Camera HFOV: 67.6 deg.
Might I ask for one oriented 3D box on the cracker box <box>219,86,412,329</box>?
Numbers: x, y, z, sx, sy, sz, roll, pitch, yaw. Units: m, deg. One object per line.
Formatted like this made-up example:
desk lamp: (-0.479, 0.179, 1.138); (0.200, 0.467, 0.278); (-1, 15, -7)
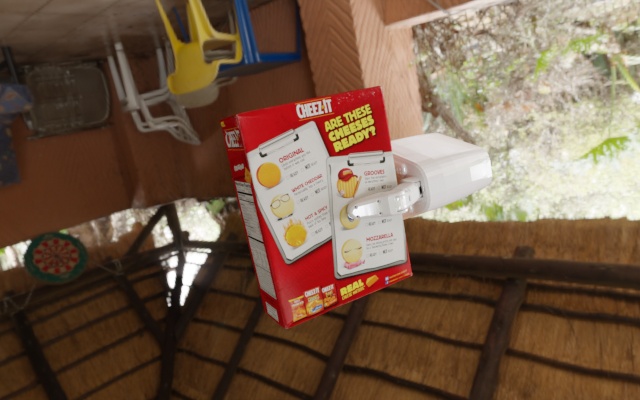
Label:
cracker box: (0.000, 0.002, 0.507); (0.164, 0.214, 0.072); (-17, 12, -26)
